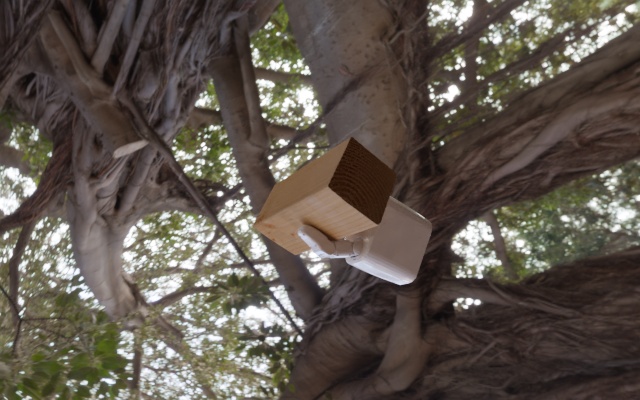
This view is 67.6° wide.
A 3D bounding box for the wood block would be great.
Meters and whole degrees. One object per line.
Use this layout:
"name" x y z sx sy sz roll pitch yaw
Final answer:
"wood block" 0.000 0.003 0.694 0.090 0.090 0.206 37 -34 -20
